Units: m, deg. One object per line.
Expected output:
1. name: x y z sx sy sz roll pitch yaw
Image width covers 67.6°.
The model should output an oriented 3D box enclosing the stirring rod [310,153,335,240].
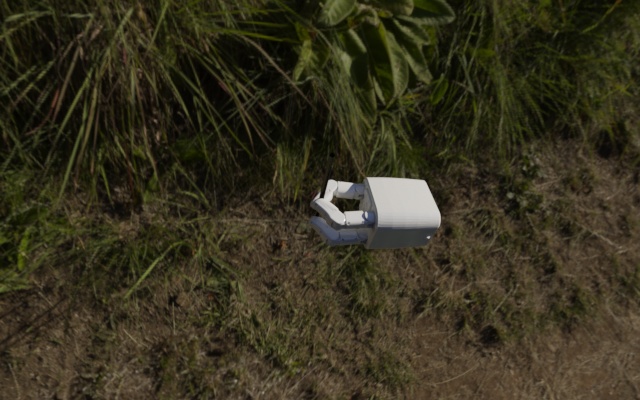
1. stirring rod: 0.000 0.003 0.757 0.011 0.011 0.240 0 -33 -9
